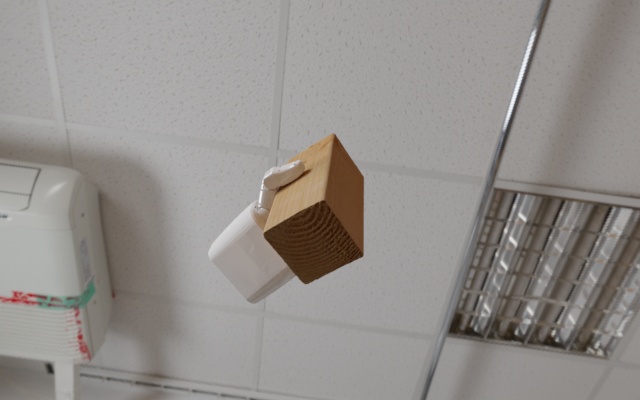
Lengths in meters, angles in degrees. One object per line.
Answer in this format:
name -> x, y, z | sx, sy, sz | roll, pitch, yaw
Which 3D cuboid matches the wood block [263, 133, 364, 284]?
wood block -> 0.000, 0.002, 0.643 | 0.090, 0.091, 0.206 | -29, 23, 19
